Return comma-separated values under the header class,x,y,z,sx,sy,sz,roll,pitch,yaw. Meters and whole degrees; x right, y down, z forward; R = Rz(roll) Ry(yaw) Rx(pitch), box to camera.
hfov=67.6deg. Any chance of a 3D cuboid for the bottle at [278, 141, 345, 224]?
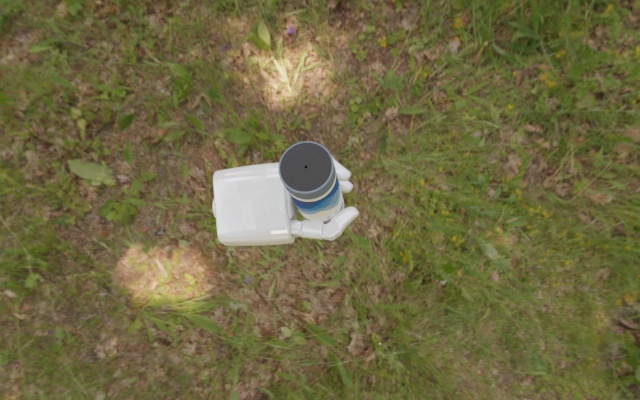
class,x,y,z,sx,sy,sz,roll,pitch,yaw
bottle,0.000,0.002,0.702,0.069,0.069,0.296,0,-17,7
